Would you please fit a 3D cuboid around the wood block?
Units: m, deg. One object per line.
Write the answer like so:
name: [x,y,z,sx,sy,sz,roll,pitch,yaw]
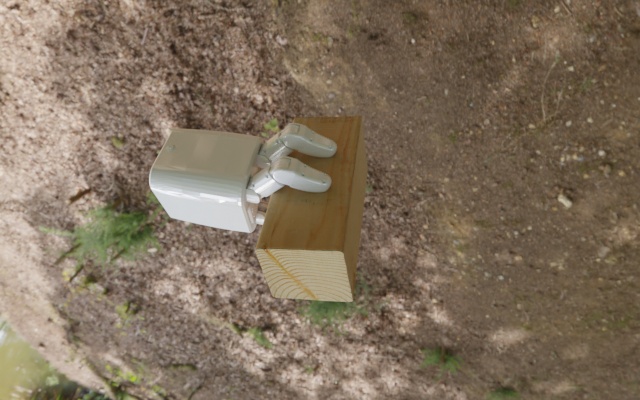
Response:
wood block: [0.000,0.002,0.549,0.090,0.206,0.091,1,-43,12]
